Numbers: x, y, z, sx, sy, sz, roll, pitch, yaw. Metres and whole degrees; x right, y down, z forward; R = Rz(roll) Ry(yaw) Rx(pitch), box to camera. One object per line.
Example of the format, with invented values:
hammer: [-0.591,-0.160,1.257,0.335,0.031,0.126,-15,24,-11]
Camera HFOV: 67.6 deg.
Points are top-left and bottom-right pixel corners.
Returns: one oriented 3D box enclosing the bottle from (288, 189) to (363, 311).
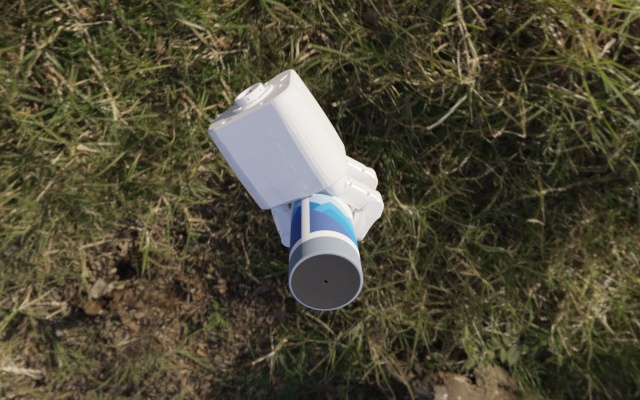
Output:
bottle: [0.000,0.002,0.550,0.069,0.069,0.295,0,29,-2]
